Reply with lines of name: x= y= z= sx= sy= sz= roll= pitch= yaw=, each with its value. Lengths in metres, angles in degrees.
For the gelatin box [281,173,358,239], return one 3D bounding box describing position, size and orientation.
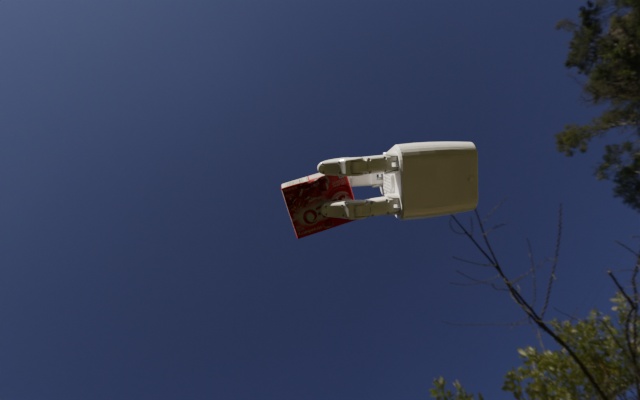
gelatin box: x=0.000 y=0.002 z=0.637 sx=0.089 sy=0.073 sz=0.030 roll=-17 pitch=15 yaw=0
